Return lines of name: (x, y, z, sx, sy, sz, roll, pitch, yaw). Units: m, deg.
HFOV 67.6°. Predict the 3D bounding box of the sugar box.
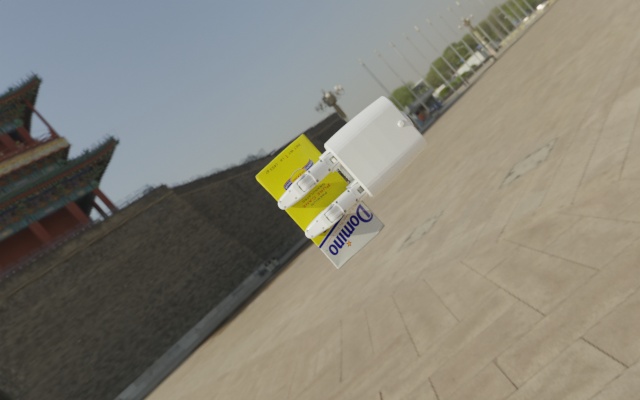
sugar box: (0.000, 0.002, 0.682, 0.093, 0.176, 0.048, -43, 0, -2)
